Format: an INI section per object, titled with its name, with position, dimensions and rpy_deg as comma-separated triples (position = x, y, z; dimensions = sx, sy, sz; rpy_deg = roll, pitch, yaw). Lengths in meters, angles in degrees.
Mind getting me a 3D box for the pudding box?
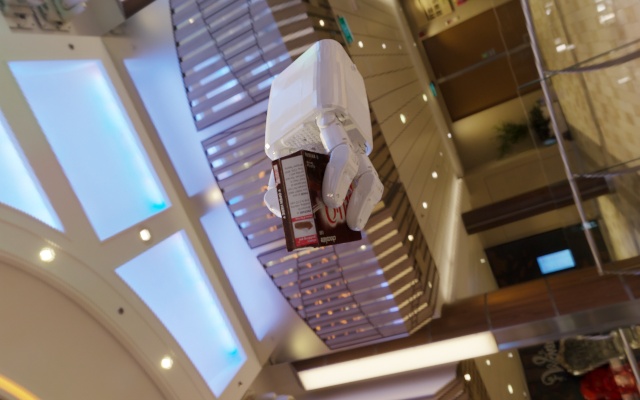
[pudding box]
position = 0.000, 0.002, 0.474
dimensions = 0.039, 0.090, 0.113
rpy_deg = -14, -6, 26
